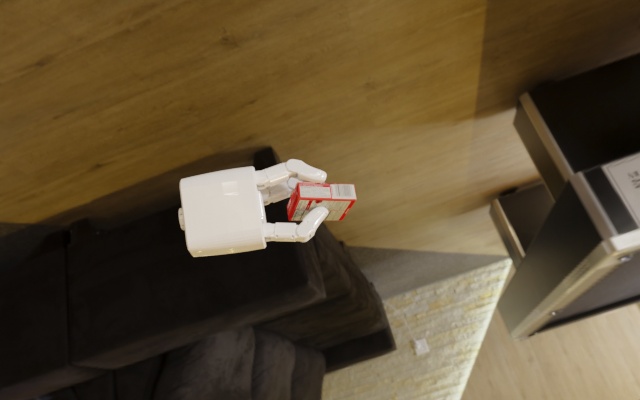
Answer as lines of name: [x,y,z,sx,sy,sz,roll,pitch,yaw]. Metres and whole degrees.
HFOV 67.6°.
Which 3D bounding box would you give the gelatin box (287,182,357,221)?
gelatin box: [0.000,0.003,0.709,0.089,0.030,0.073,1,-27,-15]
